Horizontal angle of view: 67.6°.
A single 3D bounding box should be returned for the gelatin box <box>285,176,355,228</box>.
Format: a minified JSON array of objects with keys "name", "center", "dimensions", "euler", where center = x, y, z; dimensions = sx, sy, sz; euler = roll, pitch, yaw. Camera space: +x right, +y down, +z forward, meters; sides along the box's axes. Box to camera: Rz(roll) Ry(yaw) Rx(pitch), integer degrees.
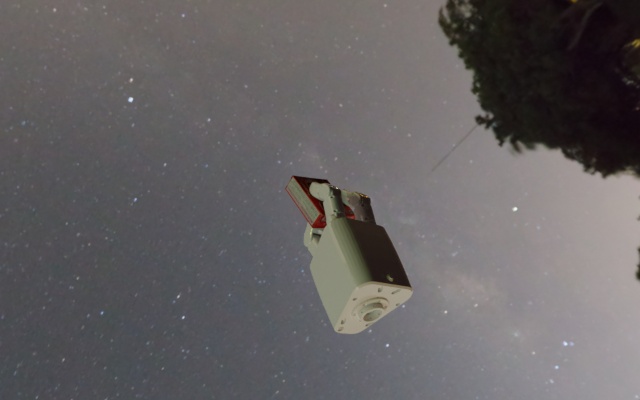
[{"name":"gelatin box","center":[0.000,0.002,0.712],"dimensions":[0.073,0.030,0.089],"euler":[4,38,-44]}]
